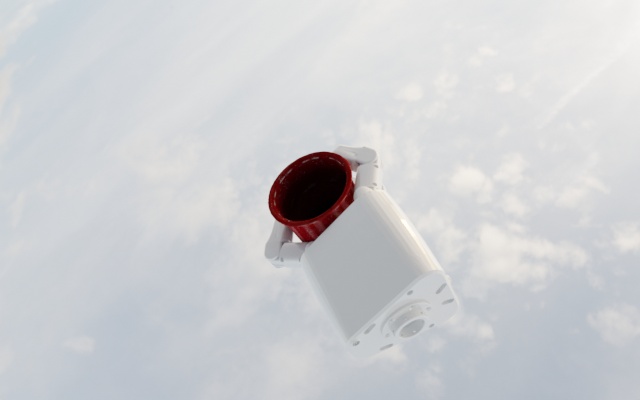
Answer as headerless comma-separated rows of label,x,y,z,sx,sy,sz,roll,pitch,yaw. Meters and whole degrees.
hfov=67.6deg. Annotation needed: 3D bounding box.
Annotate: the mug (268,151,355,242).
mug,0.000,0.001,0.515,0.093,0.117,0.081,-33,-44,3
